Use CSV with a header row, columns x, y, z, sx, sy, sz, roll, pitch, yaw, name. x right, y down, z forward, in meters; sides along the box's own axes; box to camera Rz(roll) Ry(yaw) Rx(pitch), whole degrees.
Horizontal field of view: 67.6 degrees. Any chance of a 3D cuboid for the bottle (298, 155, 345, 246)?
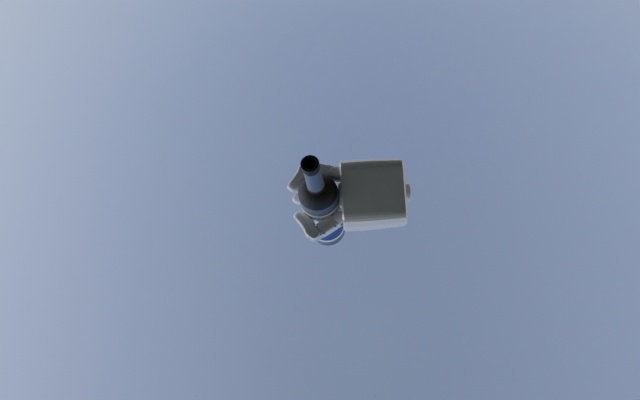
x,y,z,sx,sy,sz,roll,pitch,yaw,name
0.000,0.003,0.813,0.069,0.069,0.296,0,-22,7,bottle
